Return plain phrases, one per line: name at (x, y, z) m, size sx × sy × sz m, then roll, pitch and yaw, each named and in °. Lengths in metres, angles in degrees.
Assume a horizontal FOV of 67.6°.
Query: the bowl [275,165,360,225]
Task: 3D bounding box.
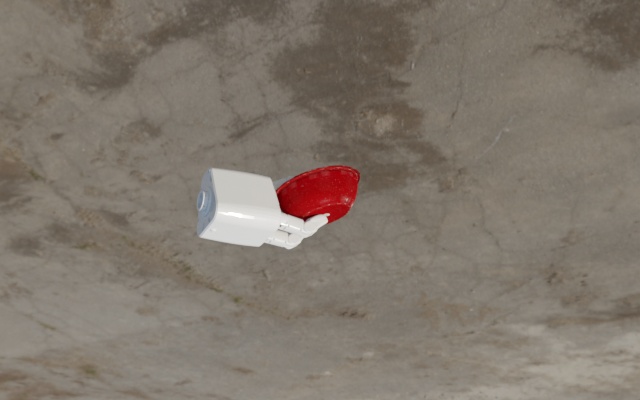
bowl at (0.001, 0.003, 0.832) m, size 0.162 × 0.055 × 0.162 m, roll -16°, pitch -22°, yaw -6°
